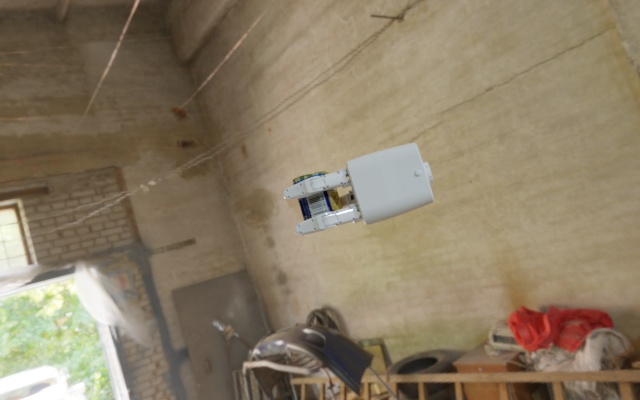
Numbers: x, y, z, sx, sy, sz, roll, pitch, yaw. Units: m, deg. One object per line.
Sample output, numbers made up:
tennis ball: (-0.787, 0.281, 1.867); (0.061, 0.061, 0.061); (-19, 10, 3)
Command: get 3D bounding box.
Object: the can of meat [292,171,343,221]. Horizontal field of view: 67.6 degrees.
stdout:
can of meat: (0.000, 0.002, 0.750); (0.057, 0.084, 0.102); (-17, -5, 12)
